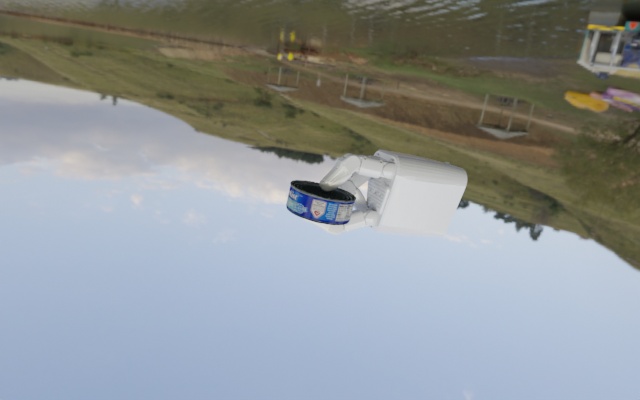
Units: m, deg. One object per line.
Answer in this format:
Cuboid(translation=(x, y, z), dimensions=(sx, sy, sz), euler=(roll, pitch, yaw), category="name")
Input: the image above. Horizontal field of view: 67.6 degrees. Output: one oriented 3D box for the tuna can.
Cuboid(translation=(0.000, 0.003, 0.608), dimensions=(0.086, 0.034, 0.086), euler=(13, 13, -3), category="tuna can")
